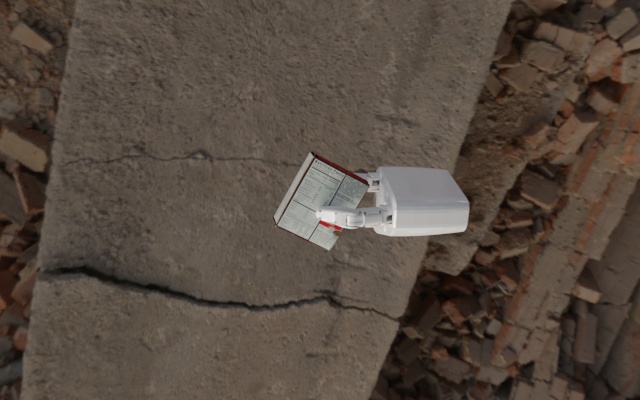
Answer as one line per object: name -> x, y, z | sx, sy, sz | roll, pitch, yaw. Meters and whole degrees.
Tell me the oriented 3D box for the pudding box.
pudding box -> 0.000, 0.002, 0.652 | 0.090, 0.113, 0.039 | 27, 10, -16
